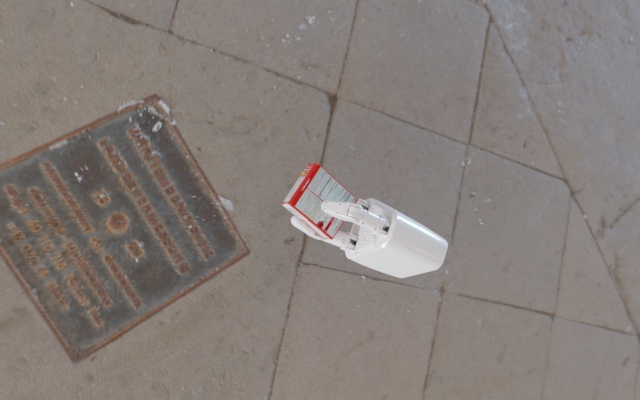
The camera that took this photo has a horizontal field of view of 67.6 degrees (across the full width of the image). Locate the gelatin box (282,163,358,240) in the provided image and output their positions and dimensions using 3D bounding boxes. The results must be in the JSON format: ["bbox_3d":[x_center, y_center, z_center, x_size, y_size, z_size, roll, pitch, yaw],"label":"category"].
[{"bbox_3d":[0.000,0.002,0.679,0.089,0.073,0.030,41,-18,-25],"label":"gelatin box"}]
